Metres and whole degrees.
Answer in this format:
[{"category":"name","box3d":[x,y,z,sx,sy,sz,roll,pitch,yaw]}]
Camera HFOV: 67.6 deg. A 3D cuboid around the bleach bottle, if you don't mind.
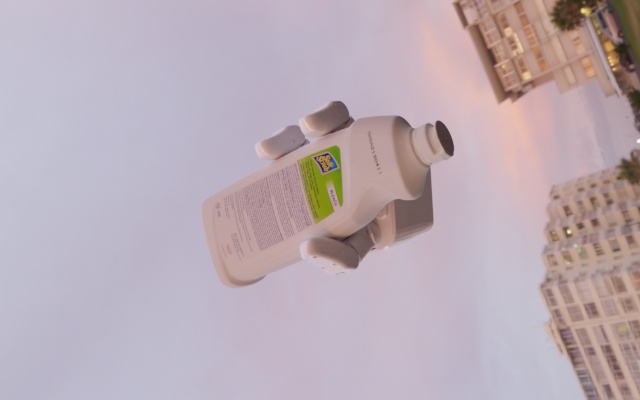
[{"category":"bleach bottle","box3d":[0.000,0.001,0.422,0.251,0.102,0.068,-23,-8,35]}]
